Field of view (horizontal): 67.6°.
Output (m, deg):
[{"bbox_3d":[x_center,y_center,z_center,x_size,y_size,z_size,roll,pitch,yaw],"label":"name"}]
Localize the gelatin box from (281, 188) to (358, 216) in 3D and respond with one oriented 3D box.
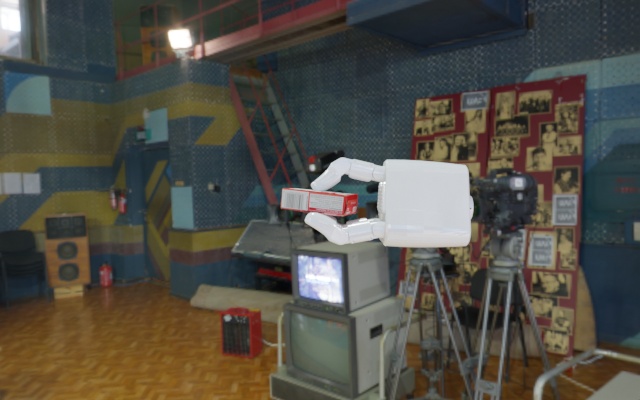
[{"bbox_3d":[0.000,0.002,0.643,0.089,0.030,0.073,7,3,15],"label":"gelatin box"}]
